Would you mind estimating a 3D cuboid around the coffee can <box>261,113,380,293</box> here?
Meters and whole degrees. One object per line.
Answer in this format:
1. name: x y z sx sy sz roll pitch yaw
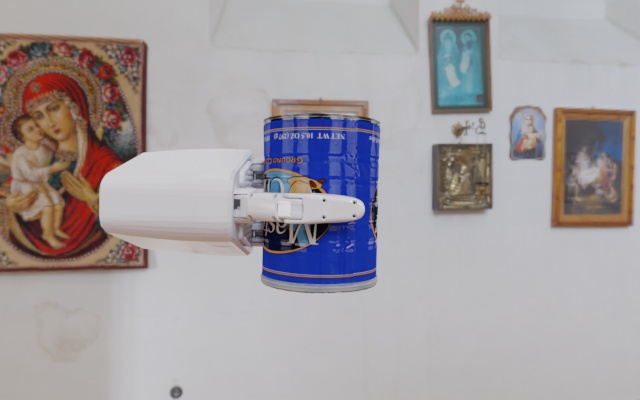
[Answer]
1. coffee can: 0.000 0.002 0.420 0.103 0.140 0.103 1 2 0
